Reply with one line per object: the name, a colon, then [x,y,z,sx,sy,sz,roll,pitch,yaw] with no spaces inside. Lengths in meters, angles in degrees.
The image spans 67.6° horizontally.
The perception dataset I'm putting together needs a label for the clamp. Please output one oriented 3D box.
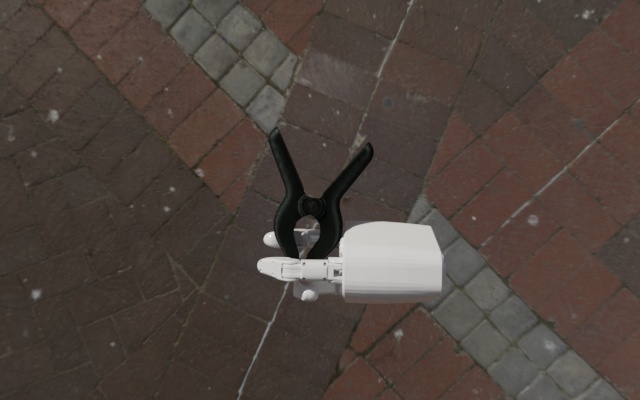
clamp: [0.000,0.002,0.546,0.120,0.171,0.039,1,1,4]
